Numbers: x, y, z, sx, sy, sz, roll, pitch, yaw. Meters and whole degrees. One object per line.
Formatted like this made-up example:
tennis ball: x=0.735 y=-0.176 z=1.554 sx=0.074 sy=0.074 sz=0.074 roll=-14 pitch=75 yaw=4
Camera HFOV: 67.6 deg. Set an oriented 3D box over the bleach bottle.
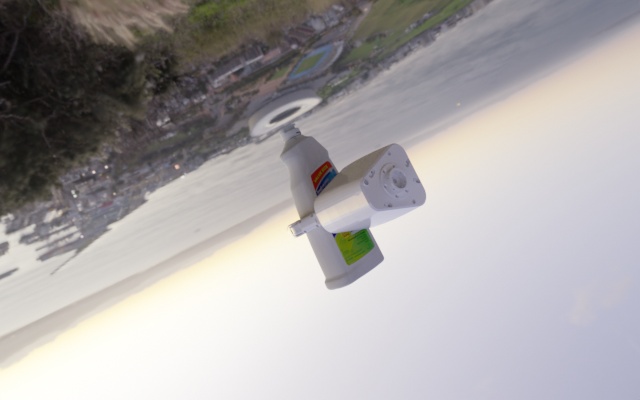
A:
bleach bottle: x=0.000 y=0.002 z=0.730 sx=0.102 sy=0.251 sz=0.068 roll=-27 pitch=0 yaw=-37
